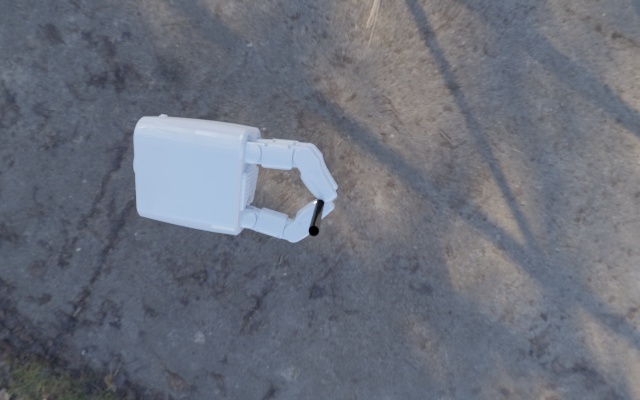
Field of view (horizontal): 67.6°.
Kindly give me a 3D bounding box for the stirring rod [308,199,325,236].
[{"bbox_3d":[0.000,0.002,0.466,0.011,0.011,0.239,0,10,2],"label":"stirring rod"}]
